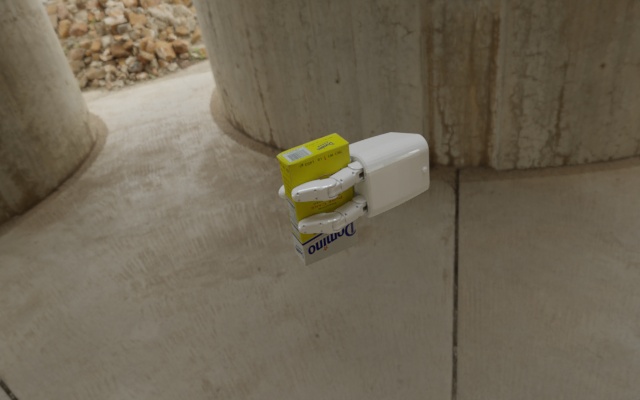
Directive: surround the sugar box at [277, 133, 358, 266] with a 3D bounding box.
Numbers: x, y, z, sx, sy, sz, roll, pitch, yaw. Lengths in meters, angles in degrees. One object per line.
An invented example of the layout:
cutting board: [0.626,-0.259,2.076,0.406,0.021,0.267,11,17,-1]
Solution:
sugar box: [0.000,0.002,0.681,0.093,0.176,0.048,-22,34,-18]
